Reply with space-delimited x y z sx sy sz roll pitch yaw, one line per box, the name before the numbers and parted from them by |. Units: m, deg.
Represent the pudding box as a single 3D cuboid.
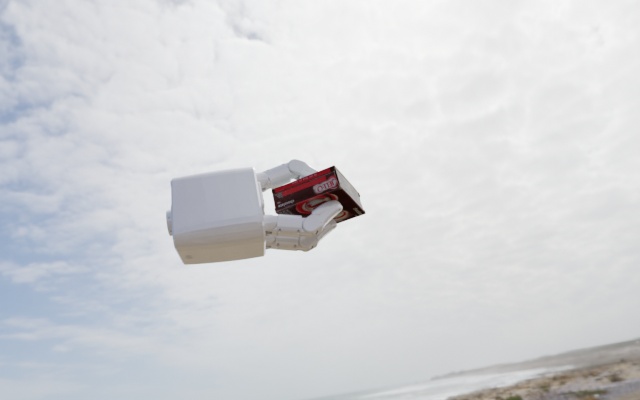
pudding box | 0.000 0.002 0.633 0.090 0.039 0.113 -19 -22 15
